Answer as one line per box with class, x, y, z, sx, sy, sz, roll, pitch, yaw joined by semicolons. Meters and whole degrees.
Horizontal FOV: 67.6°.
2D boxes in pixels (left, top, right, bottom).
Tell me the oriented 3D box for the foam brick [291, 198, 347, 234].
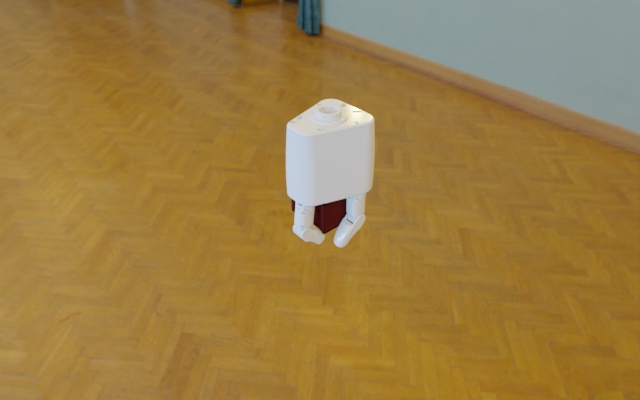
foam brick;0.000;0.002;0.708;0.053;0.051;0.078;-27;43;-32
